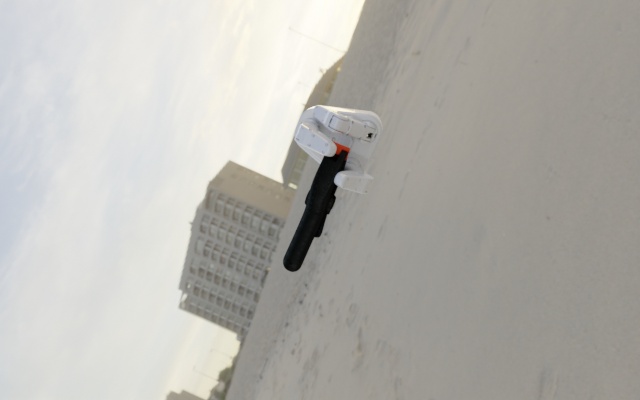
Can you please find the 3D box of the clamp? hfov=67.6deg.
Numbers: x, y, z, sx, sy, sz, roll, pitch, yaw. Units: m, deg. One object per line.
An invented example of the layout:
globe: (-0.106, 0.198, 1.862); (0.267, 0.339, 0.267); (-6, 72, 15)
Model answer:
clamp: (0.000, 0.002, 0.632); (0.039, 0.171, 0.120); (24, 17, 0)
